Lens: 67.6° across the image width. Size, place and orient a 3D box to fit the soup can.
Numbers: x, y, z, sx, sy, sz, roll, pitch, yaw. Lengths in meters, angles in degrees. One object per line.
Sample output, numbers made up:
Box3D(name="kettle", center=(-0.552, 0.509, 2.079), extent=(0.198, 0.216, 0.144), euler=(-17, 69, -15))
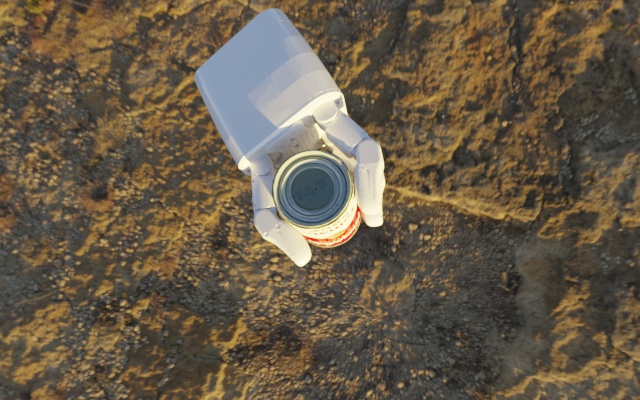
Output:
Box3D(name="soup can", center=(0.000, 0.002, 0.427), extent=(0.068, 0.068, 0.102), euler=(0, -13, 8))
